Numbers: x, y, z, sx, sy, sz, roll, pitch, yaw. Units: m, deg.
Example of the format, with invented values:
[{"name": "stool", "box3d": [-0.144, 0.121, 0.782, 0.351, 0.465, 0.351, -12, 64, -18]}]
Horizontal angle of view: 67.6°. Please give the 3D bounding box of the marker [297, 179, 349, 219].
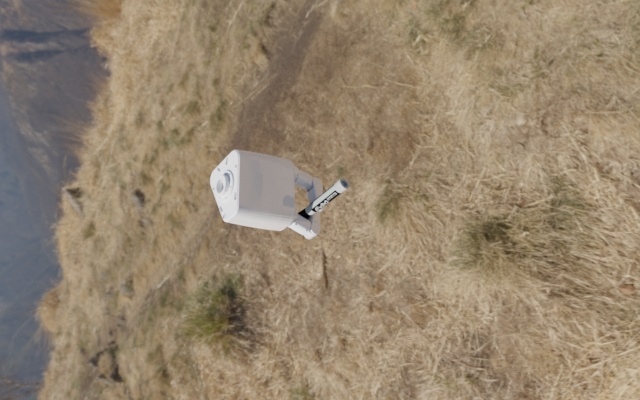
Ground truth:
[{"name": "marker", "box3d": [0.000, 0.003, 0.777, 0.020, 0.020, 0.121, 0, -29, -45]}]
